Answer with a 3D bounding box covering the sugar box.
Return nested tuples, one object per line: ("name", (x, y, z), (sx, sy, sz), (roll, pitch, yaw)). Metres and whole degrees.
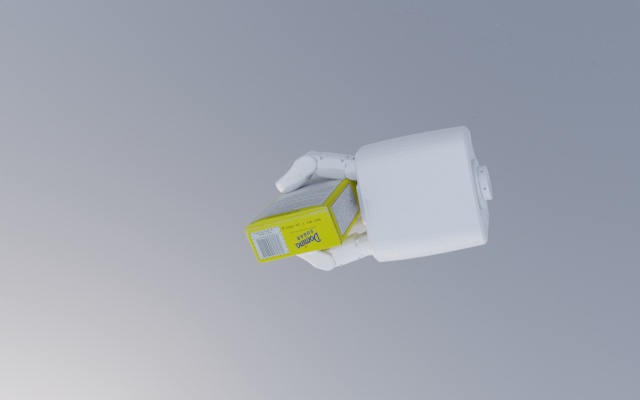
("sugar box", (0.000, 0.002, 0.513), (0.093, 0.048, 0.176), (-14, 14, 25))
